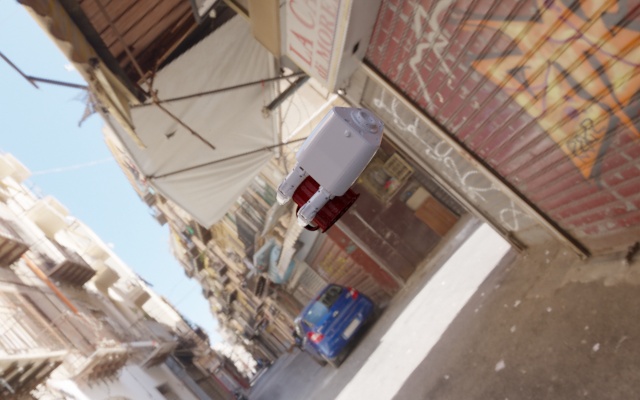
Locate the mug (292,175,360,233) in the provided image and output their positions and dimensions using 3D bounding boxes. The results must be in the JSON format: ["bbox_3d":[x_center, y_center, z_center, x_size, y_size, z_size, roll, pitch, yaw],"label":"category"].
[{"bbox_3d":[-0.001,0.003,0.816,0.117,0.081,0.093,-51,-8,32],"label":"mug"}]
